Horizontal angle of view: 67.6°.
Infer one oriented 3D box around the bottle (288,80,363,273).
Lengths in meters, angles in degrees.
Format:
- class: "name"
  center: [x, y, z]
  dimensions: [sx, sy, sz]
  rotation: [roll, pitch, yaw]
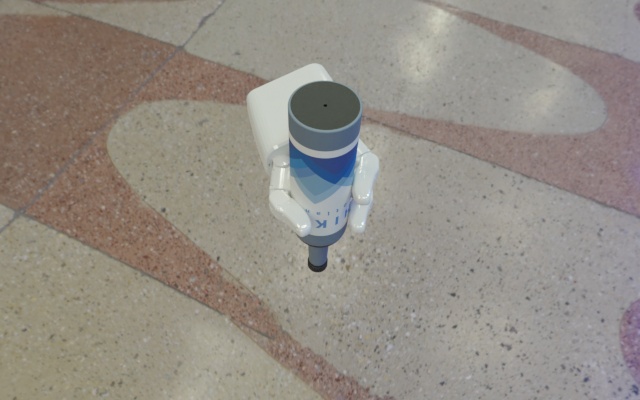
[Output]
- class: "bottle"
  center: [0.000, 0.002, 0.539]
  dimensions: [0.069, 0.069, 0.296]
  rotation: [0, -36, -2]
